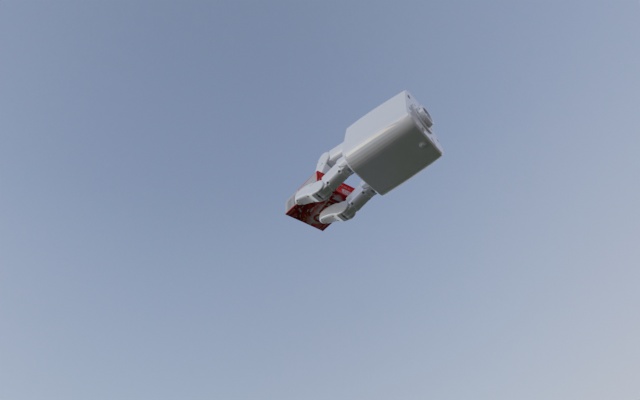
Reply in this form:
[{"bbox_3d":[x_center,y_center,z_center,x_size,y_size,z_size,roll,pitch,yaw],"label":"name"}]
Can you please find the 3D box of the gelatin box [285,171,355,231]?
[{"bbox_3d":[0.000,0.002,0.728,0.073,0.030,0.089,25,-49,-27],"label":"gelatin box"}]
